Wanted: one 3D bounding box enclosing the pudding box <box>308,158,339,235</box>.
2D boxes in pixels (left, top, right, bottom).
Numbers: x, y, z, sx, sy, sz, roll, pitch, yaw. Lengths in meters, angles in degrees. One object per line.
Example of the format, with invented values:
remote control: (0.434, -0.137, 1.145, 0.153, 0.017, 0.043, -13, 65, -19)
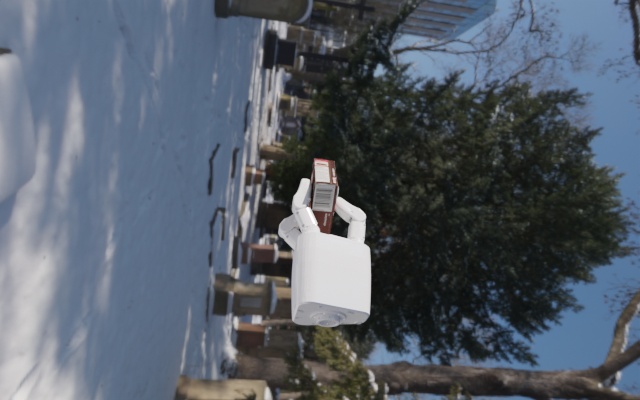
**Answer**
pudding box: (0.000, 0.003, 0.761, 0.039, 0.113, 0.090, 7, 29, -7)
